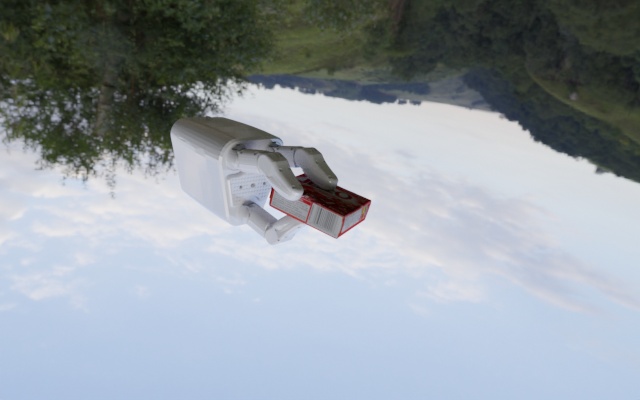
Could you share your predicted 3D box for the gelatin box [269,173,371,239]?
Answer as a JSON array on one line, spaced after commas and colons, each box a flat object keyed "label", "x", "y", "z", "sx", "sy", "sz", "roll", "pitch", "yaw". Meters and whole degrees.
[{"label": "gelatin box", "x": 0.000, "y": 0.002, "z": 0.518, "sx": 0.089, "sy": 0.030, "sz": 0.073, "roll": 25, "pitch": 23, "yaw": 21}]
